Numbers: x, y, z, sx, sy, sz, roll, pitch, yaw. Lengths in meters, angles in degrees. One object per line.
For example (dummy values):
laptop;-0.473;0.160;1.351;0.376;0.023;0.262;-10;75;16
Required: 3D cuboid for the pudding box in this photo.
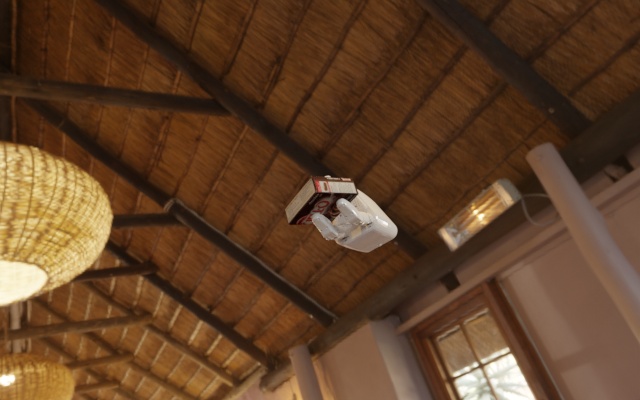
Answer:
pudding box;0.000;0.003;0.854;0.090;0.039;0.113;0;-34;-33
